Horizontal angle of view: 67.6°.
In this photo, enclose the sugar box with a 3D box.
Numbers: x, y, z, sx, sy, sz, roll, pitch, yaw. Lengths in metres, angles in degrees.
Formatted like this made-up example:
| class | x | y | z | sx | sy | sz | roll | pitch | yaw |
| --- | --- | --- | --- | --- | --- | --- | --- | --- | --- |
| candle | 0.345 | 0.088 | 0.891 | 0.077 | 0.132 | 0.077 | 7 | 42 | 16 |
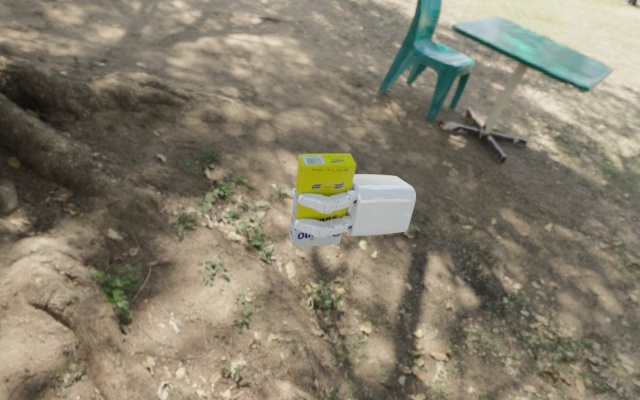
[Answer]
| class | x | y | z | sx | sy | sz | roll | pitch | yaw |
| --- | --- | --- | --- | --- | --- | --- | --- | --- | --- |
| sugar box | 0.000 | 0.003 | 0.837 | 0.093 | 0.176 | 0.048 | -2 | 35 | -14 |
